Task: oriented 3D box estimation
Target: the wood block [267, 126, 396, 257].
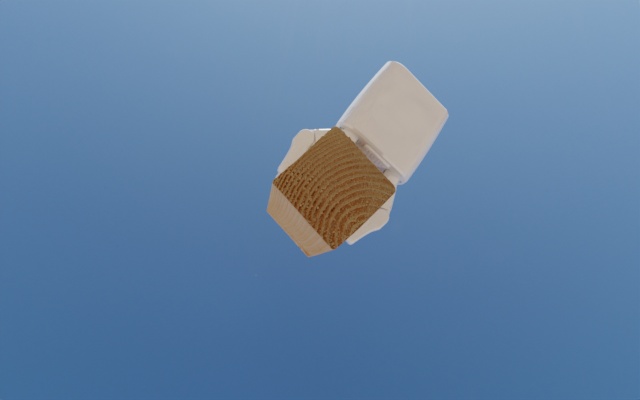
[{"bbox_3d":[0.001,0.002,0.558,0.090,0.091,0.206,-43,-1,-11],"label":"wood block"}]
